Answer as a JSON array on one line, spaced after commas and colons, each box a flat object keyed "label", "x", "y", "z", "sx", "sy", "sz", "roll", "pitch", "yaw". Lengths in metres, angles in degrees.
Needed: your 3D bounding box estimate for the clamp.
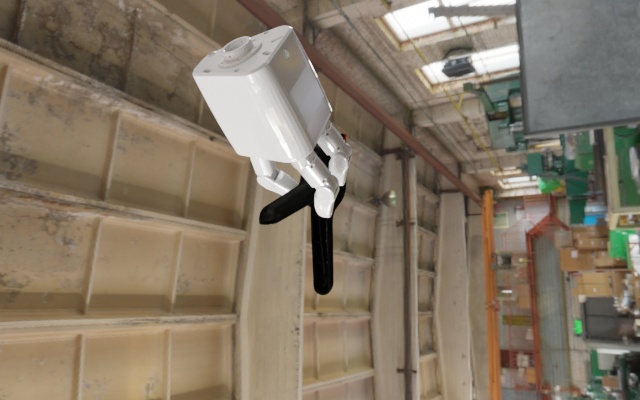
[{"label": "clamp", "x": -0.001, "y": 0.001, "z": 0.603, "sx": 0.036, "sy": 0.209, "sz": 0.165, "roll": -2, "pitch": -46, "yaw": 27}]
